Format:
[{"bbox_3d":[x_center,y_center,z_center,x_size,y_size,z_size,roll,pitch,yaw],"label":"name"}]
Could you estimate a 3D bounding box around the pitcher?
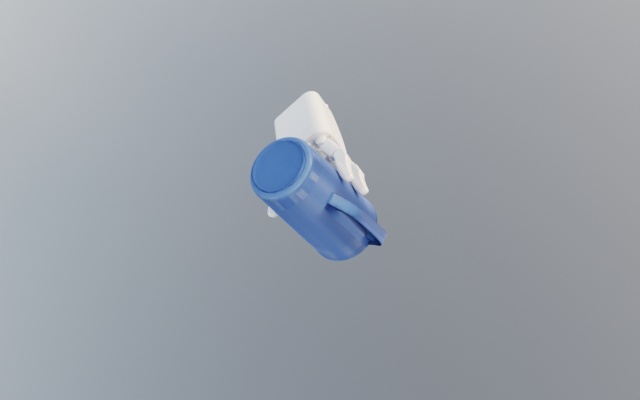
[{"bbox_3d":[0.000,0.002,0.789,0.149,0.145,0.243,-24,-35,17],"label":"pitcher"}]
